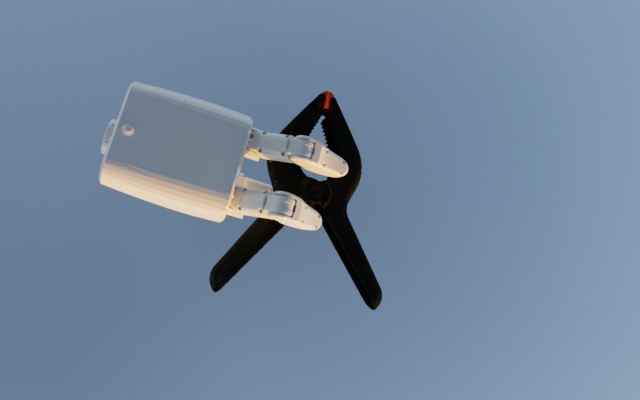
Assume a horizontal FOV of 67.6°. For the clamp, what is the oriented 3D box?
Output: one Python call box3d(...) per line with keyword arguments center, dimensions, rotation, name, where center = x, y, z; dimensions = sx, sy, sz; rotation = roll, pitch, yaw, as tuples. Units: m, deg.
box3d(center=(0.000, 0.001, 0.460), dimensions=(0.164, 0.210, 0.036), rotation=(18, -13, -17), name="clamp")
